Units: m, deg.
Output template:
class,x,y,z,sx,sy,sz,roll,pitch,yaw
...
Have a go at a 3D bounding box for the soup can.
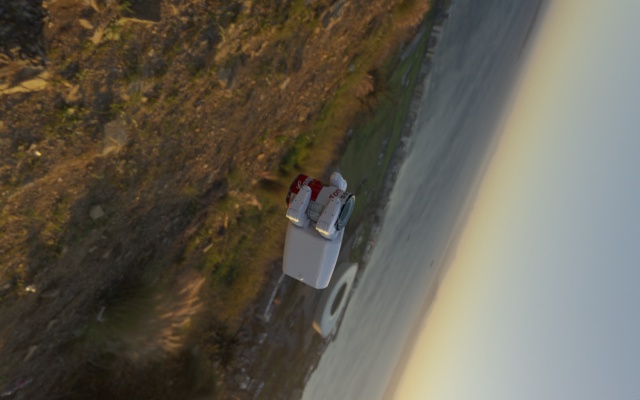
class,x,y,z,sx,sy,sz,roll,pitch,yaw
soup can,0.001,0.002,0.823,0.102,0.068,0.068,22,7,17
